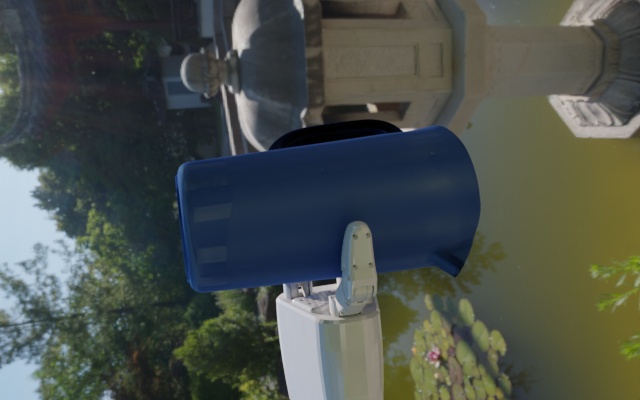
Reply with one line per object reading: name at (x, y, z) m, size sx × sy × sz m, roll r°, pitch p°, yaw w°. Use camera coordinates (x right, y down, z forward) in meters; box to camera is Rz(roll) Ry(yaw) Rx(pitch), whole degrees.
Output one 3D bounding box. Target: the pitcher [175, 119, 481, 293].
pitcher at (0.000, 0.002, 0.428) m, size 0.243 × 0.145 × 0.149 m, roll -7°, pitch 8°, yaw -15°
